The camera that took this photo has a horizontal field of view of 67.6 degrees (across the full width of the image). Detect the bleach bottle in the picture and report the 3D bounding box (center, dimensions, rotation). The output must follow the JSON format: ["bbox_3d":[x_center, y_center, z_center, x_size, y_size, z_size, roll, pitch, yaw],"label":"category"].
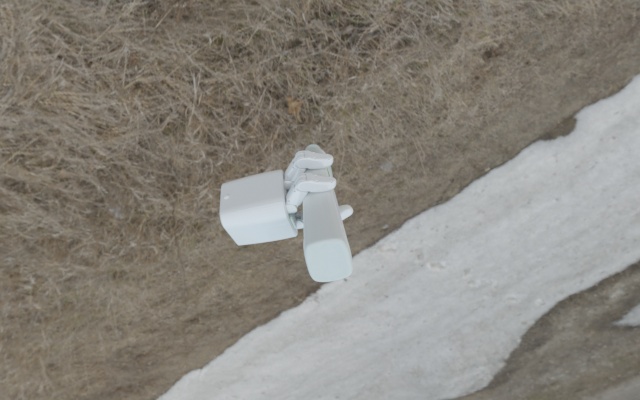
[{"bbox_3d":[0.000,0.003,0.785,0.068,0.250,0.103,-11,-45,3],"label":"bleach bottle"}]
